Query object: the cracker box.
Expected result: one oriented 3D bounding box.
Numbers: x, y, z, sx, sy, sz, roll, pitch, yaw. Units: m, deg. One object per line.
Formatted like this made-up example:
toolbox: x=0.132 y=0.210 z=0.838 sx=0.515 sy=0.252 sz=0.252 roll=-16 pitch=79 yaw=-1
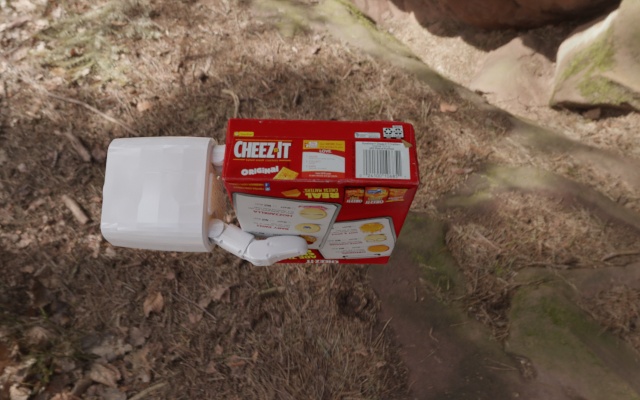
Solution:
cracker box: x=0.000 y=0.002 z=0.493 sx=0.164 sy=0.072 sz=0.214 roll=1 pitch=-25 yaw=0
